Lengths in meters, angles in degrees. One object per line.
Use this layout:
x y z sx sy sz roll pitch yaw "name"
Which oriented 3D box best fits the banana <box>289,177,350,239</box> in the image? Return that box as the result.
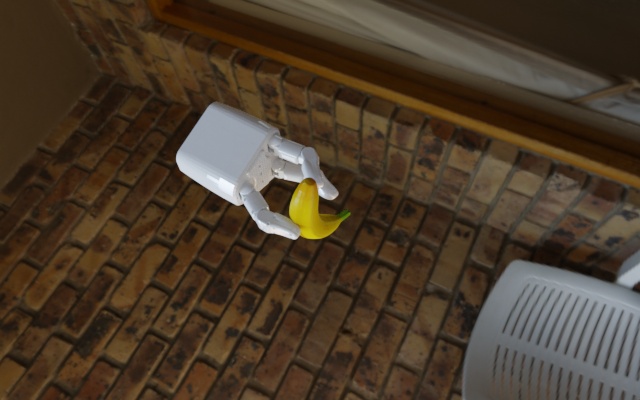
-0.009 0.018 0.648 0.037 0.069 0.198 33 -1 19 "banana"
